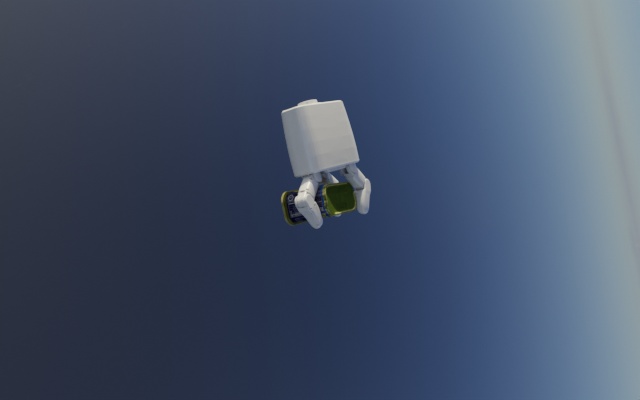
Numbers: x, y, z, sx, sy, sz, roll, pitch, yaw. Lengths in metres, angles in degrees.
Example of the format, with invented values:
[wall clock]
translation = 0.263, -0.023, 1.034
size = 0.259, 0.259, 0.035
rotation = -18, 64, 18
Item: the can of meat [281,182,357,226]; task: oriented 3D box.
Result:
[can of meat]
translation = 0.000, 0.003, 0.789
size = 0.084, 0.057, 0.102
rotation = -12, -1, 32
